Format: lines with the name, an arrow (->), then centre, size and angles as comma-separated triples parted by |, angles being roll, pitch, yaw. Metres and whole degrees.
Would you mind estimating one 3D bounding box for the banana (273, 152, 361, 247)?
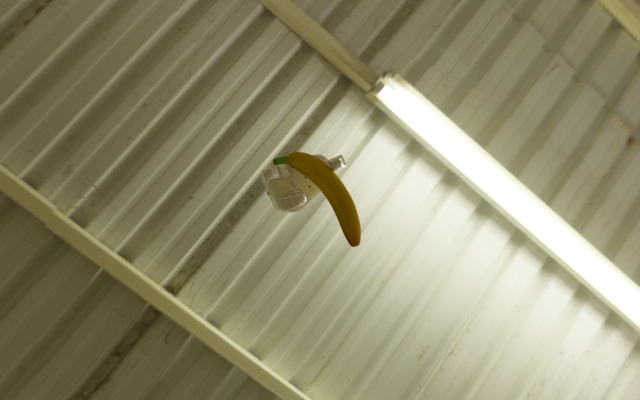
banana -> 0.010, -0.013, 0.777 | 0.069, 0.198, 0.037 | -48, 11, -19
